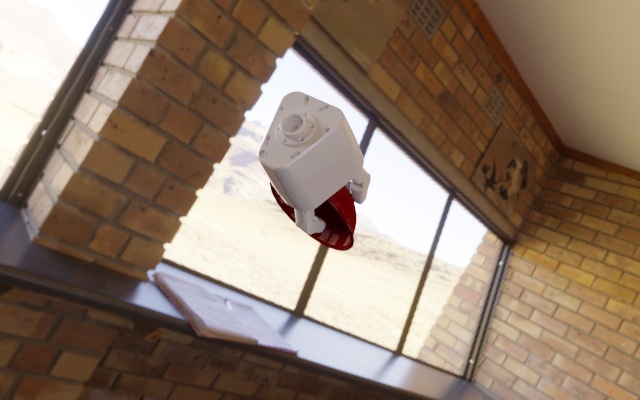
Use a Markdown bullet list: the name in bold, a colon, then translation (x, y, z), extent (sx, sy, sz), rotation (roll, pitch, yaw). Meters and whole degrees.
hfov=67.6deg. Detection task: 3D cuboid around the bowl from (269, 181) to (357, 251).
- **bowl**: translation (0.000, 0.003, 0.728), extent (0.055, 0.162, 0.162), rotation (-48, 24, -24)
